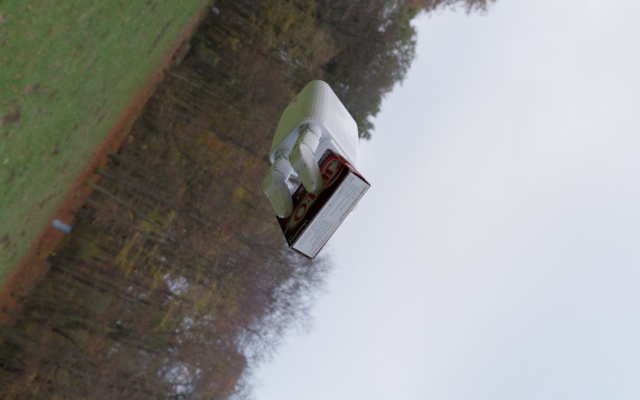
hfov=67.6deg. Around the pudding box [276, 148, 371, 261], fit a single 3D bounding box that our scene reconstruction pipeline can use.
[{"bbox_3d":[0.000,0.002,0.560,0.039,0.113,0.090,32,10,-23],"label":"pudding box"}]
